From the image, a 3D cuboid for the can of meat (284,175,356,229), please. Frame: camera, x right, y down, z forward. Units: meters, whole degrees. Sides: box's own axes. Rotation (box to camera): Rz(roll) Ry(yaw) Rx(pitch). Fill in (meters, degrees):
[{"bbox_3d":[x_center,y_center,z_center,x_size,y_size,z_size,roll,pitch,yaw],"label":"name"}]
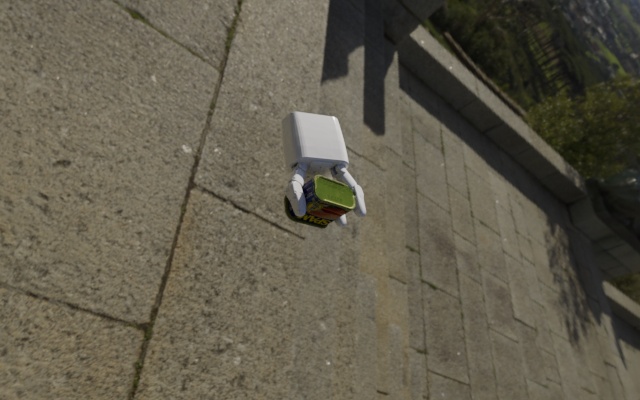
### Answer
[{"bbox_3d":[0.000,0.003,0.859,0.102,0.057,0.084,17,-36,-37],"label":"can of meat"}]
